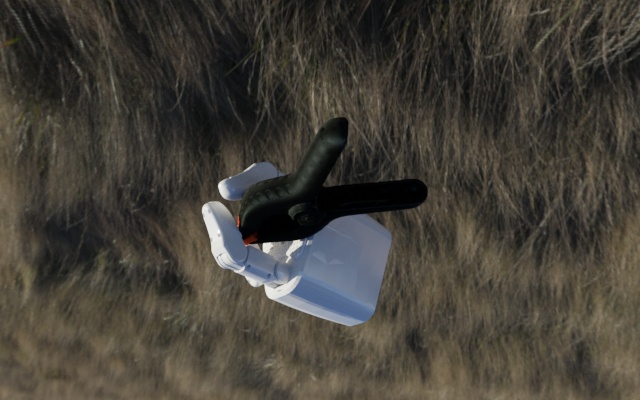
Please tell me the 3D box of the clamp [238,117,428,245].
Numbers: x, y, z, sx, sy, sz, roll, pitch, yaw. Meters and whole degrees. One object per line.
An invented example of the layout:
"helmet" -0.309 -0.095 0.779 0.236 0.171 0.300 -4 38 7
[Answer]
"clamp" 0.000 0.002 0.401 0.120 0.039 0.171 29 -40 -31
